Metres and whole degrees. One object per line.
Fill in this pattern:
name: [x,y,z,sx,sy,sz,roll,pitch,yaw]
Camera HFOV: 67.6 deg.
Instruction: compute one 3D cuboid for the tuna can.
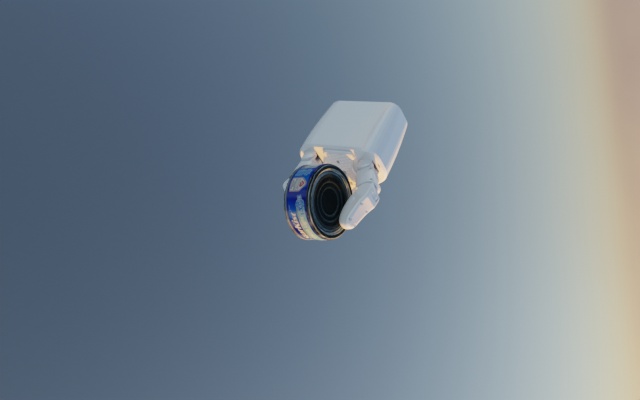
tuna can: [0.001,0.002,0.532,0.034,0.086,0.086,-1,-1,38]
